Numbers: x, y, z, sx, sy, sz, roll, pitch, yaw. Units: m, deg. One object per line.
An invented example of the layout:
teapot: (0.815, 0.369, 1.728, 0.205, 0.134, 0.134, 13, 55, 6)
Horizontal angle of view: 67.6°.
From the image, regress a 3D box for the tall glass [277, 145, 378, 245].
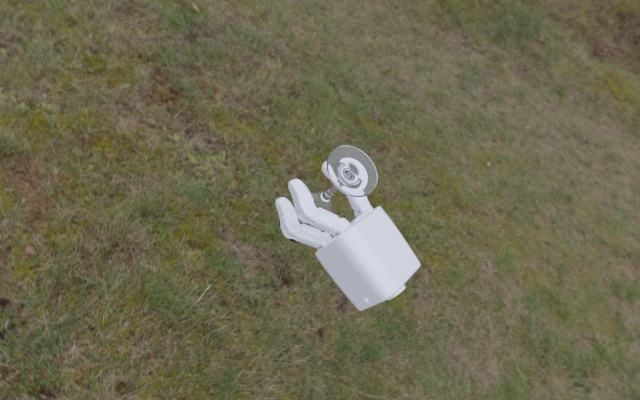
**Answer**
tall glass: (0.000, 0.002, 0.692, 0.079, 0.079, 0.201, 0, -24, -27)
